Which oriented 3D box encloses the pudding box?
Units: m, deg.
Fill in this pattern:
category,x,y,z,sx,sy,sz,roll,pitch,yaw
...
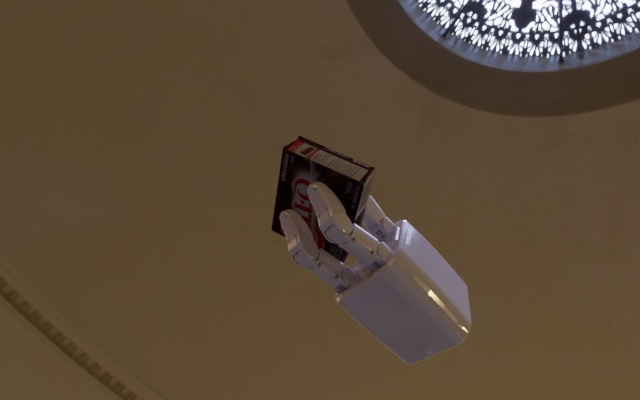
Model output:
category,x,y,z,sx,sy,sz,roll,pitch,yaw
pudding box,0.000,0.002,0.494,0.090,0.114,0.039,24,37,16
